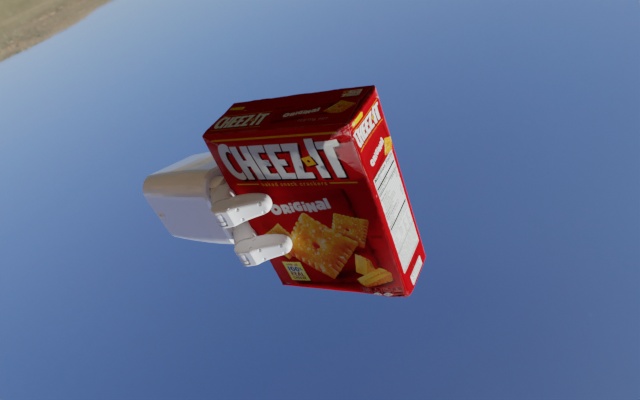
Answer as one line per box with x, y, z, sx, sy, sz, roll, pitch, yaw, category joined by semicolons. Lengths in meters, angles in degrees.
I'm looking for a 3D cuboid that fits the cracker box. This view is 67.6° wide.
0.000;0.002;0.489;0.164;0.214;0.072;0;40;31;cracker box
